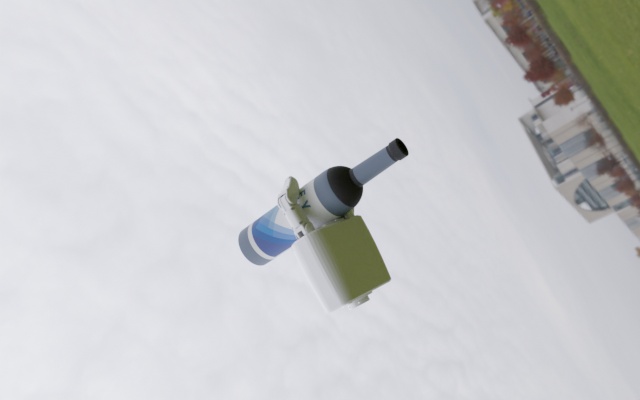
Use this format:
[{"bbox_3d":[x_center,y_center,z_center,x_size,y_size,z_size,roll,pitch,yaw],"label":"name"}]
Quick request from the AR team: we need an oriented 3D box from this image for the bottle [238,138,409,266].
[{"bbox_3d":[0.000,0.002,0.687,0.296,0.069,0.069,-34,-19,30],"label":"bottle"}]
